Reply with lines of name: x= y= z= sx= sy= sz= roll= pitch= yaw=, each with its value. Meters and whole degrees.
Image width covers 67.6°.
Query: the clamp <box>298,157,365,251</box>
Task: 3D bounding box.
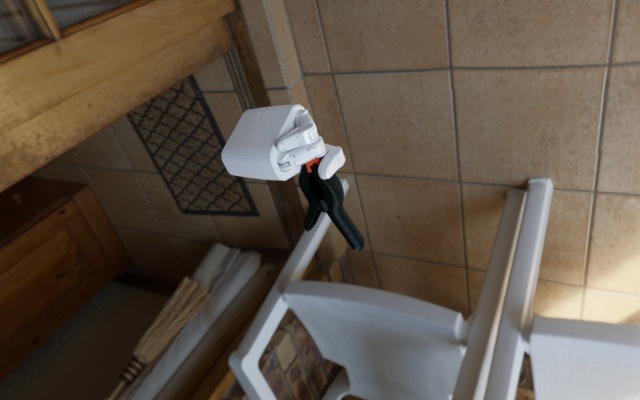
clamp: x=0.000 y=0.003 z=0.750 sx=0.120 sy=0.171 sz=0.039 roll=6 pitch=38 yaw=38
